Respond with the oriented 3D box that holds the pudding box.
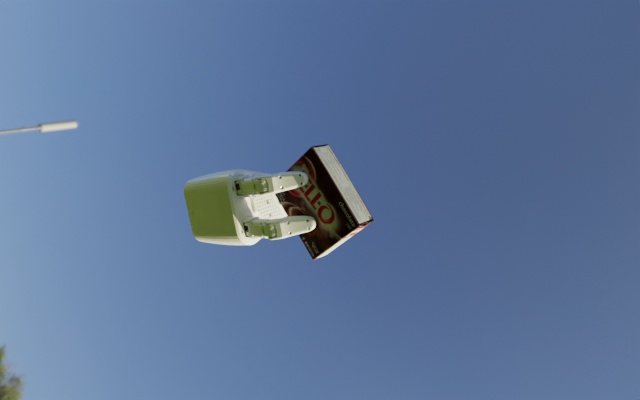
[{"bbox_3d":[0.000,0.002,0.582,0.039,0.113,0.090,-21,-15,-49],"label":"pudding box"}]
